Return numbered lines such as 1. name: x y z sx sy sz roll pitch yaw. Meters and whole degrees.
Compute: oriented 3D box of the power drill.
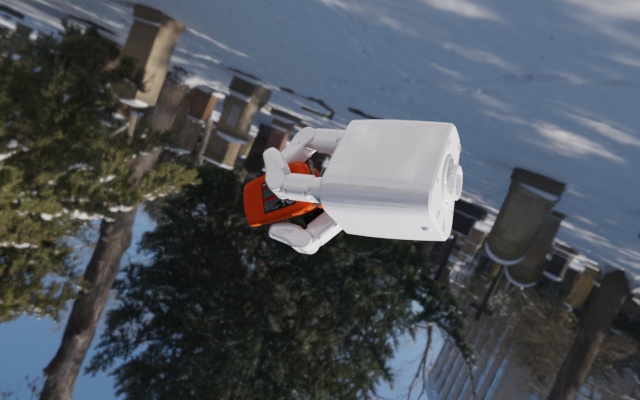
1. power drill: 0.000 0.002 0.595 0.184 0.057 0.187 -21 -16 41
